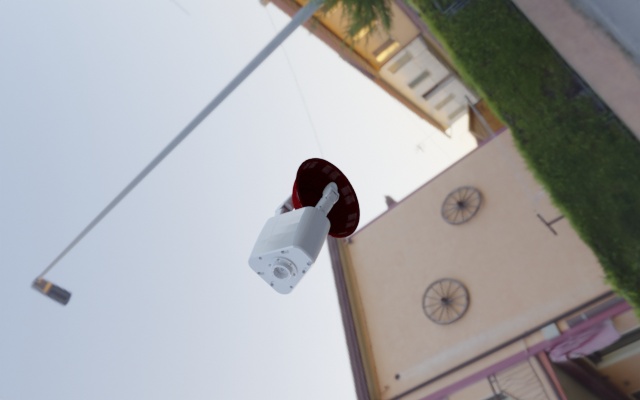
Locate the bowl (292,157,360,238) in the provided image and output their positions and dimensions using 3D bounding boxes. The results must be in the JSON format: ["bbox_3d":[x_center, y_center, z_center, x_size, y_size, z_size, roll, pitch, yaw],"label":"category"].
[{"bbox_3d":[0.000,0.003,0.895,0.162,0.162,0.055,0,-23,-46],"label":"bowl"}]
